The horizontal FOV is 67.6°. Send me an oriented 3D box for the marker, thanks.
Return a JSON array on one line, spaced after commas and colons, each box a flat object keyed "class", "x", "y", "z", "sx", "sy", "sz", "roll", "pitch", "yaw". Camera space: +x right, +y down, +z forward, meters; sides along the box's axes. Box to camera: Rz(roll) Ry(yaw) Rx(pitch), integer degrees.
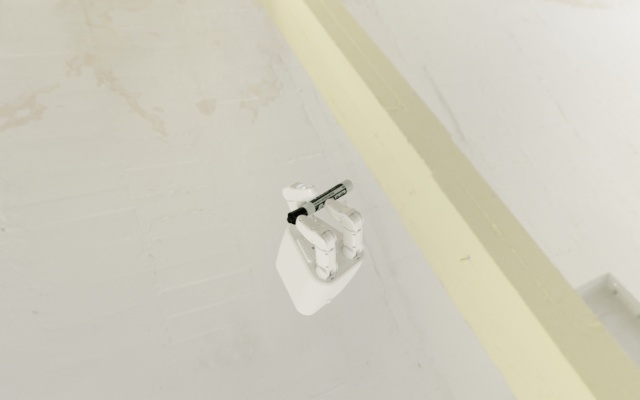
[{"class": "marker", "x": 0.000, "y": 0.002, "z": 0.668, "sx": 0.121, "sy": 0.020, "sz": 0.020, "roll": -31, "pitch": 19, "yaw": -36}]
